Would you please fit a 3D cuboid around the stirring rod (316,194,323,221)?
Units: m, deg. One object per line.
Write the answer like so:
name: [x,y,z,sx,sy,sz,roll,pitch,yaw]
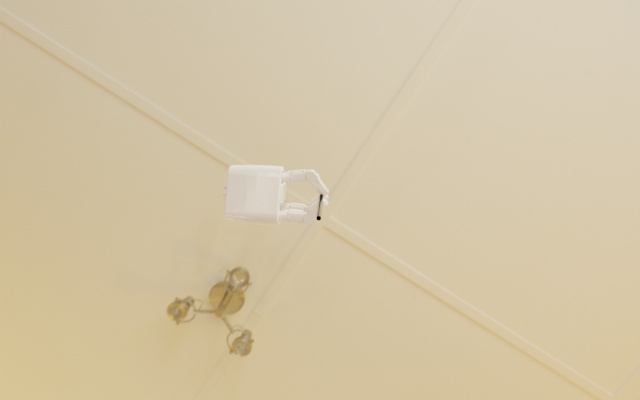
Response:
stirring rod: [0.000,0.003,0.882,0.011,0.011,0.239,0,12,1]
